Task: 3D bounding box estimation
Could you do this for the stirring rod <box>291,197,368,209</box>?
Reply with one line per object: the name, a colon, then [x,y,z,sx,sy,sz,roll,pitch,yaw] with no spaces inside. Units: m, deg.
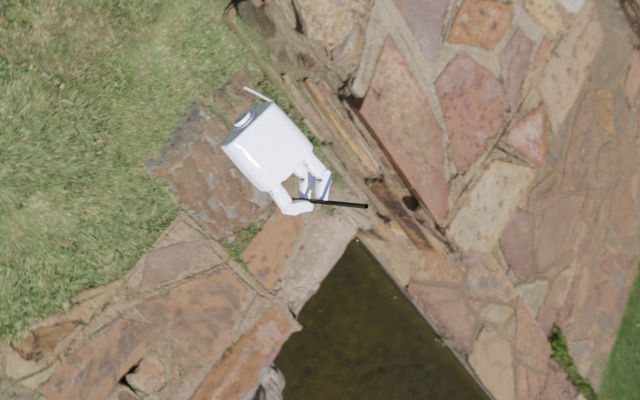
stirring rod: [0.000,0.003,0.824,0.011,0.011,0.239,0,3,-36]
